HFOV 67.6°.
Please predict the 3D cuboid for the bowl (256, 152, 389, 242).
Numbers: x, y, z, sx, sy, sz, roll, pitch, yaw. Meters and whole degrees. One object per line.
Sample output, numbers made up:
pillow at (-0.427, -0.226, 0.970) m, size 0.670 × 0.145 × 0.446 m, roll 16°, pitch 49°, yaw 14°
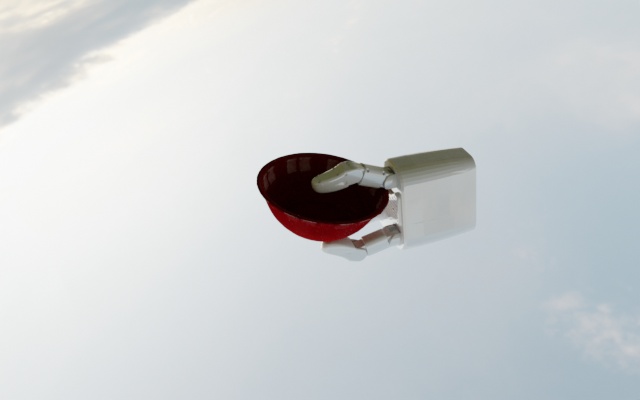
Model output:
bowl at (-0.001, 0.002, 0.591) m, size 0.162 × 0.055 × 0.162 m, roll 7°, pitch 33°, yaw -4°
